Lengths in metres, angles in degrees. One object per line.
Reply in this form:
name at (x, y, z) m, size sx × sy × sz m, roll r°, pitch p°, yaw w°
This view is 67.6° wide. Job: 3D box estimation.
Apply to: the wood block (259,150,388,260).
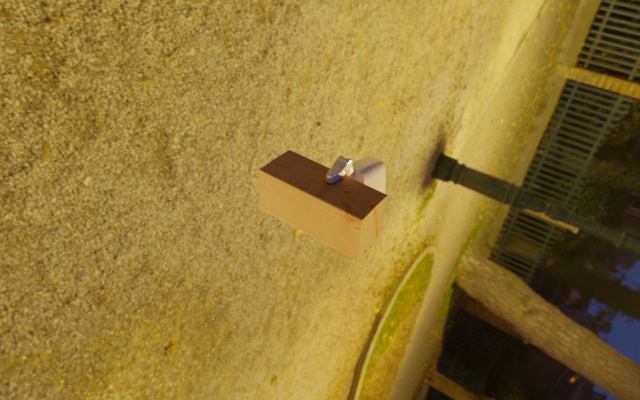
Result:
wood block at (0.000, 0.002, 0.826) m, size 0.206 × 0.091 × 0.090 m, roll 26°, pitch 42°, yaw 24°
